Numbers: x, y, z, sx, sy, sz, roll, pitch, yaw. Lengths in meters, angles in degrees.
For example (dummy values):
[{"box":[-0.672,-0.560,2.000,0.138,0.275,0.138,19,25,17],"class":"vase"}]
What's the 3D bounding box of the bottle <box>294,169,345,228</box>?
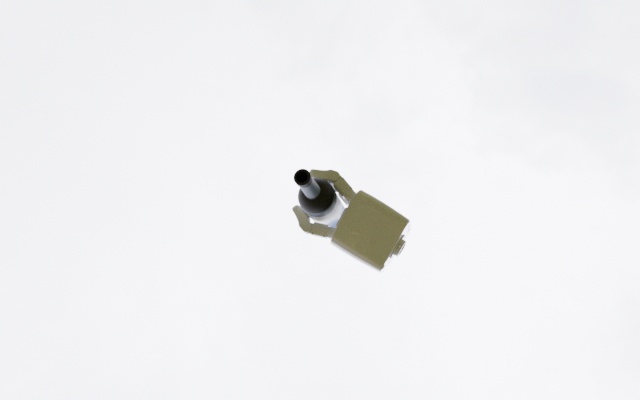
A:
[{"box":[0.000,0.003,0.875,0.069,0.069,0.296,0,-15,12],"class":"bottle"}]
